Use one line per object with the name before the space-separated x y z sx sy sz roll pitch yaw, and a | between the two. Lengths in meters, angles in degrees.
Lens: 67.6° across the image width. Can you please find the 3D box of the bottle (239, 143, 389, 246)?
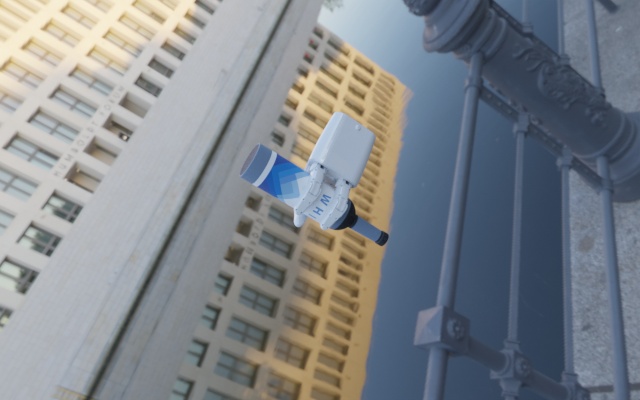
bottle | 0.000 0.003 0.850 0.296 0.069 0.069 31 -11 -19
